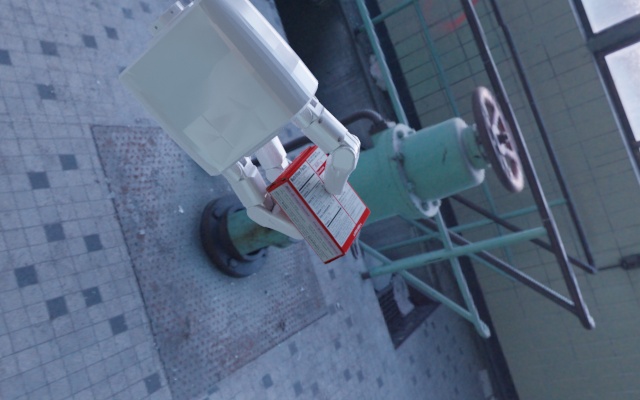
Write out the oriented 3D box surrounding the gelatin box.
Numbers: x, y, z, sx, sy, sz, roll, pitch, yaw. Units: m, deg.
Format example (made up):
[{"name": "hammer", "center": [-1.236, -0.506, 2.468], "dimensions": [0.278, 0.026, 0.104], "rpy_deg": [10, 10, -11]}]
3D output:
[{"name": "gelatin box", "center": [0.001, 0.002, 0.441], "dimensions": [0.030, 0.089, 0.073], "rpy_deg": [-30, 14, 36]}]
